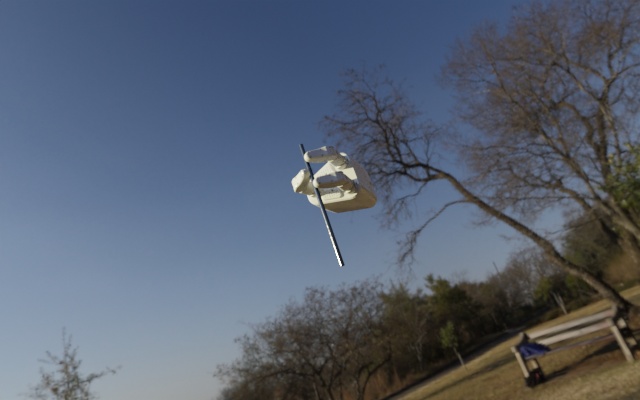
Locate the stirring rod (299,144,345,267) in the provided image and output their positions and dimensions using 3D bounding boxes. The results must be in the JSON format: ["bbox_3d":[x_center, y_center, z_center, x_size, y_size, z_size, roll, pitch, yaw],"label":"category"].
[{"bbox_3d":[0.000,0.003,0.835,0.011,0.239,0.011,-16,-22,-7],"label":"stirring rod"}]
